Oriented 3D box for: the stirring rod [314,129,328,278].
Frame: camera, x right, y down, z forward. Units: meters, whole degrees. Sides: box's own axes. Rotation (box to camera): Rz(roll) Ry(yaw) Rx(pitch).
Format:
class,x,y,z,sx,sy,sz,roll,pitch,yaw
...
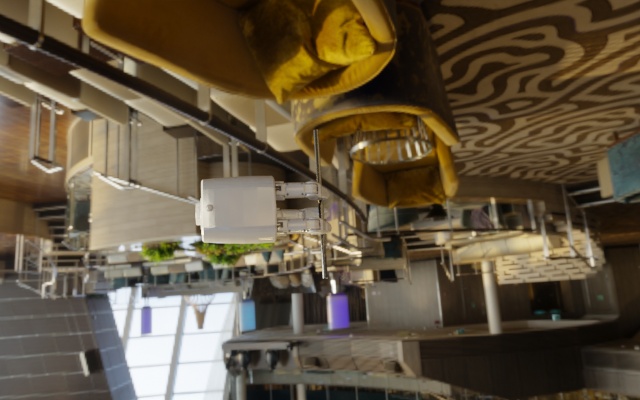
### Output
class,x,y,z,sx,sy,sz,roll,pitch,yaw
stirring rod,0.000,0.002,0.761,0.011,0.239,0.011,-3,-11,-1
